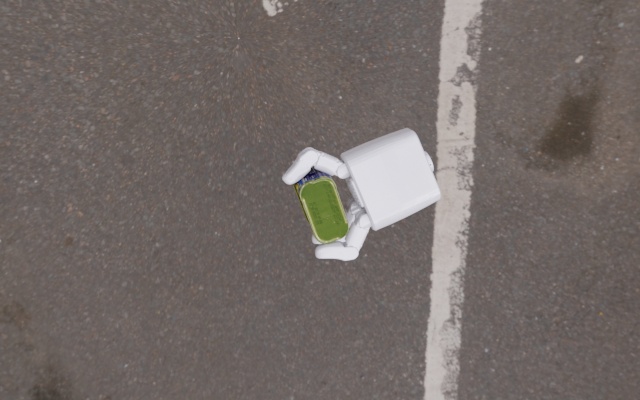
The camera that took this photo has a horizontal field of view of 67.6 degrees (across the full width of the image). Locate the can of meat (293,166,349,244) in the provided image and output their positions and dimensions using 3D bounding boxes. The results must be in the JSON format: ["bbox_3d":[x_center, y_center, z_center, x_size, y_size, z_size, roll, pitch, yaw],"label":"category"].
[{"bbox_3d":[0.000,0.002,0.687,0.057,0.102,0.084,-21,21,-2],"label":"can of meat"}]
